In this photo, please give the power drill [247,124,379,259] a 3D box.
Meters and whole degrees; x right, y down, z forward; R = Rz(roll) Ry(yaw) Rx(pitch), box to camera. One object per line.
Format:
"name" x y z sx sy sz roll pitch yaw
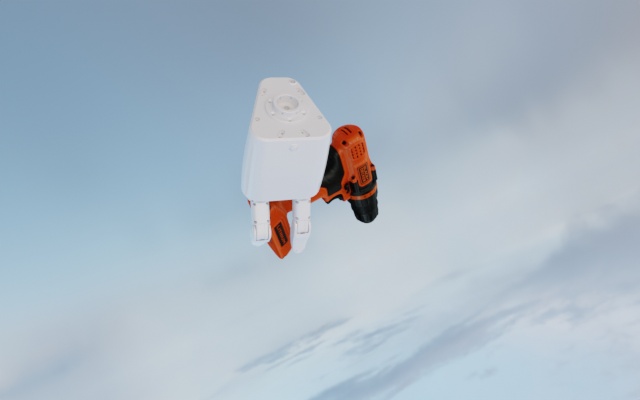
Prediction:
"power drill" 0.000 0.002 0.691 0.187 0.185 0.057 -34 44 -15
